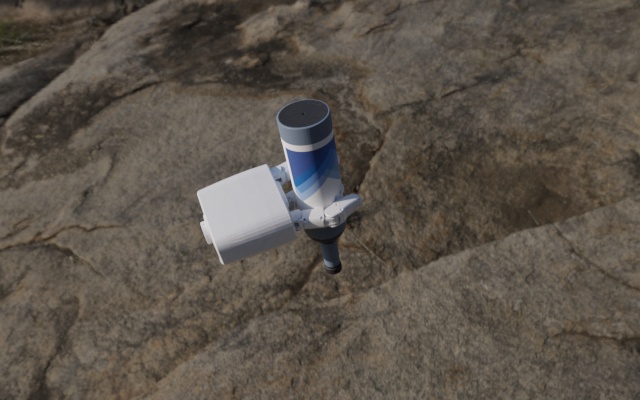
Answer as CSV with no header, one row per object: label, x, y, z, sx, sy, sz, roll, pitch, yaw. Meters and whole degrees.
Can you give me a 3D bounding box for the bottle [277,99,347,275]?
bottle,0.000,0.002,0.677,0.069,0.296,0.069,-6,42,6
